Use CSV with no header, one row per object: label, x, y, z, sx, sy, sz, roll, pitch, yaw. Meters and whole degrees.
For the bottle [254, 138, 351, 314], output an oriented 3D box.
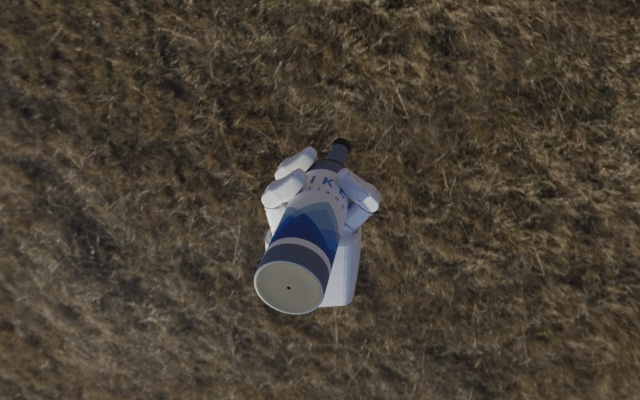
bottle,0.000,0.002,0.555,0.069,0.069,0.295,0,32,14
